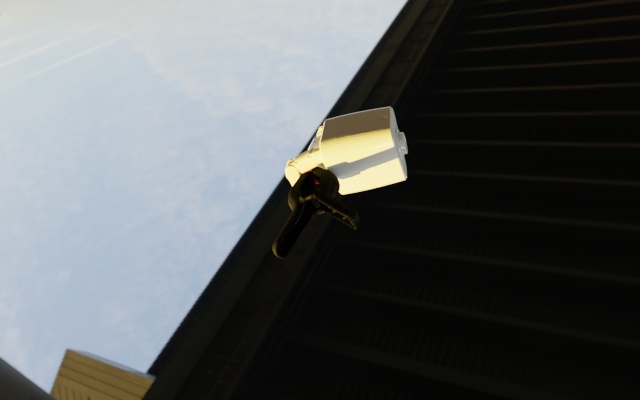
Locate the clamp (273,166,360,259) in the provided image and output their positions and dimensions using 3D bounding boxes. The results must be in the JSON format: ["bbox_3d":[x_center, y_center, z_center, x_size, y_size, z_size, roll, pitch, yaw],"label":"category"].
[{"bbox_3d":[0.000,0.003,0.657,0.120,0.039,0.171,-13,39,18],"label":"clamp"}]
